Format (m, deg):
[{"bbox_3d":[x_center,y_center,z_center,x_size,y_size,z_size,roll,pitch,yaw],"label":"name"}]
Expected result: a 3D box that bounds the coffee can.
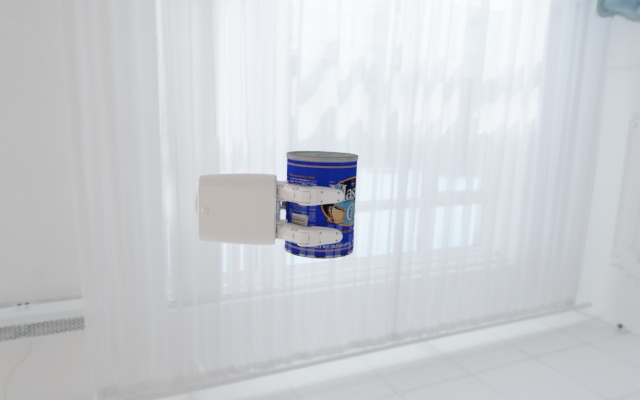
[{"bbox_3d":[0.000,0.002,0.689,0.103,0.140,0.103,2,10,0],"label":"coffee can"}]
